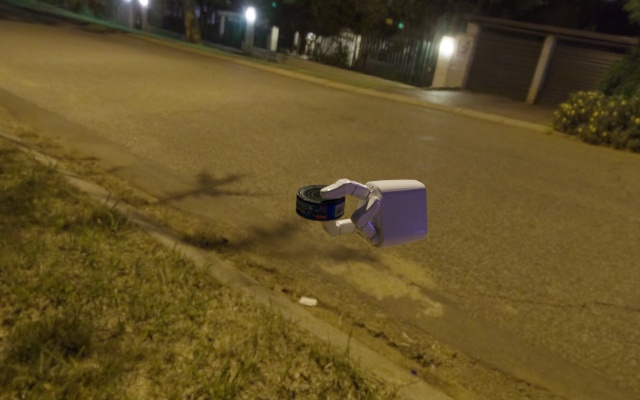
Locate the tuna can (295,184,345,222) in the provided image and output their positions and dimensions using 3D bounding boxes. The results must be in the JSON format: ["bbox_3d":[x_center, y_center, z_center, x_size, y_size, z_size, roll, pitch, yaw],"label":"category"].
[{"bbox_3d":[0.000,0.002,0.823,0.086,0.034,0.086,3,24,-2],"label":"tuna can"}]
